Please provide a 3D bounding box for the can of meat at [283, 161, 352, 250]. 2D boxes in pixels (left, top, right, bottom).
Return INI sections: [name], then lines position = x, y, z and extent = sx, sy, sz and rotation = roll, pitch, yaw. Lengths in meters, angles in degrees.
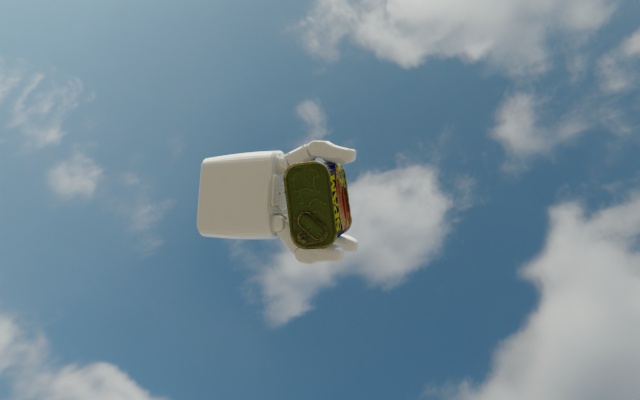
[can of meat]
position = 0.000, 0.002, 0.590
extent = 0.057, 0.102, 0.084
rotation = -6, 5, 19
